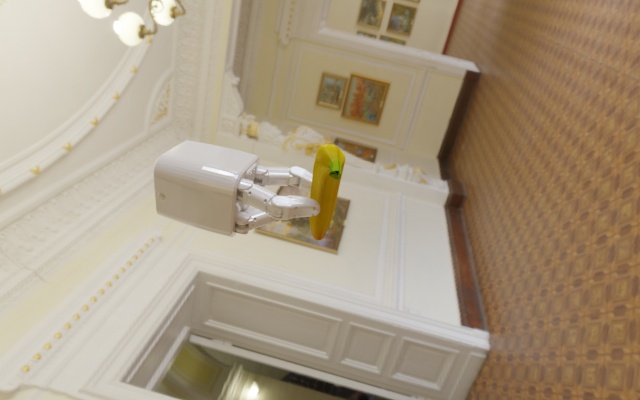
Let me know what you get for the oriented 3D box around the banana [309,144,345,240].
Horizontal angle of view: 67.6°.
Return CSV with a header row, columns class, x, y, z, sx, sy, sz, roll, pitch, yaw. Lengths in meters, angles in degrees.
class,x,y,z,sx,sy,sz,roll,pitch,yaw
banana,0.005,-0.016,0.599,0.037,0.069,0.198,14,-26,3
